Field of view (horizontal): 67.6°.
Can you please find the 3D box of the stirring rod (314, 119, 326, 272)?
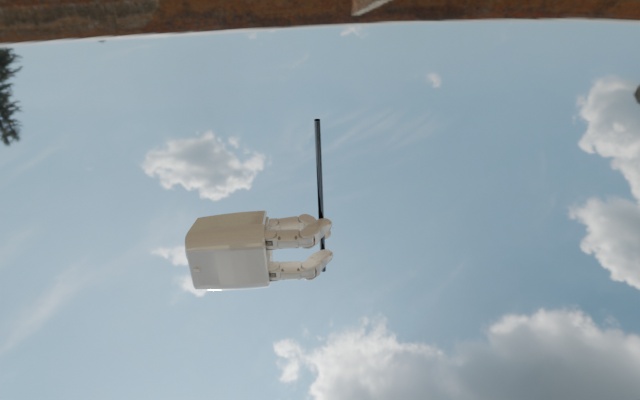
[{"bbox_3d":[0.000,0.002,0.661,0.011,0.240,0.011,-2,31,1],"label":"stirring rod"}]
